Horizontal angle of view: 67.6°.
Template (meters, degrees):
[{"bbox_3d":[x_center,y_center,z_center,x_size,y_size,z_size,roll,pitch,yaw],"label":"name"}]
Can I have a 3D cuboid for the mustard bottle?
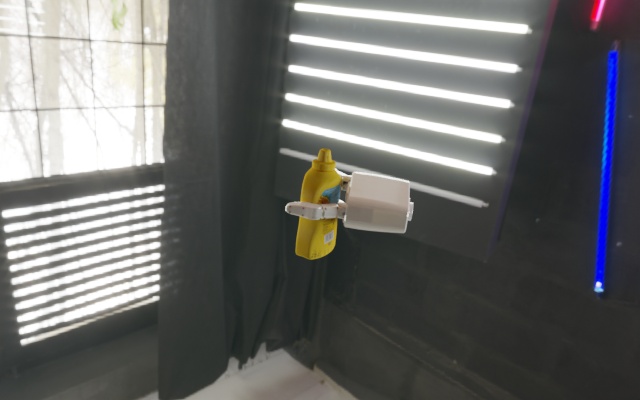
[{"bbox_3d":[0.000,0.003,0.851,0.058,0.192,0.096,18,23,29],"label":"mustard bottle"}]
